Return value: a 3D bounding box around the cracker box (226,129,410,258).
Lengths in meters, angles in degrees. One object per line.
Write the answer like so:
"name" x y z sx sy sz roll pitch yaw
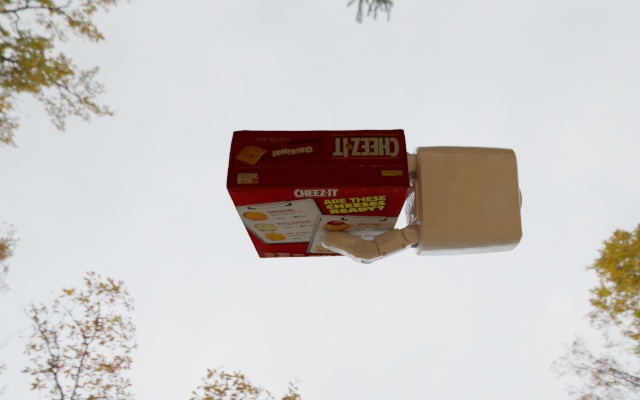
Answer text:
"cracker box" 0.000 0.002 0.525 0.164 0.072 0.214 -1 -23 1
